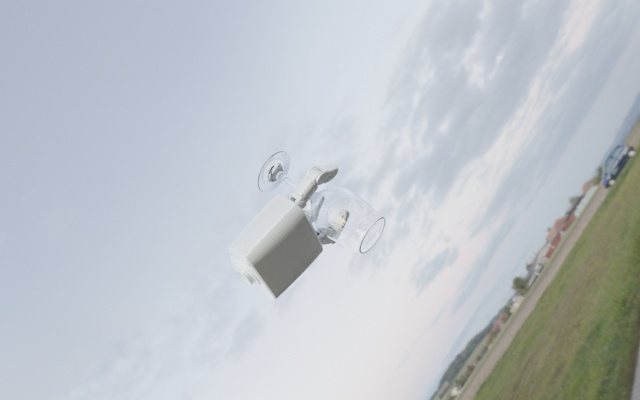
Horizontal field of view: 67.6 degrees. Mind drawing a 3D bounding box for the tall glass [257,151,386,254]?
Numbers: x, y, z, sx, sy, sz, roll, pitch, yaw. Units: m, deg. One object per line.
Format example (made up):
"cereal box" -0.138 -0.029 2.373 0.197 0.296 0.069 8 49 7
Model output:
"tall glass" 0.000 0.002 0.729 0.201 0.079 0.079 32 15 25
